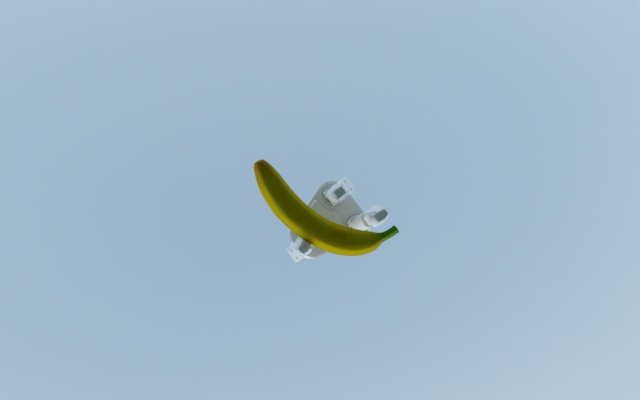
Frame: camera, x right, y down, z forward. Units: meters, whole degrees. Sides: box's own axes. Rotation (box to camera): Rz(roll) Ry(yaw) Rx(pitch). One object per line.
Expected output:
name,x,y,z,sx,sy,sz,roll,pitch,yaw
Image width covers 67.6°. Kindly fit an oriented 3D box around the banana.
banana,-0.005,0.020,0.600,0.198,0.069,0.037,26,3,-1
